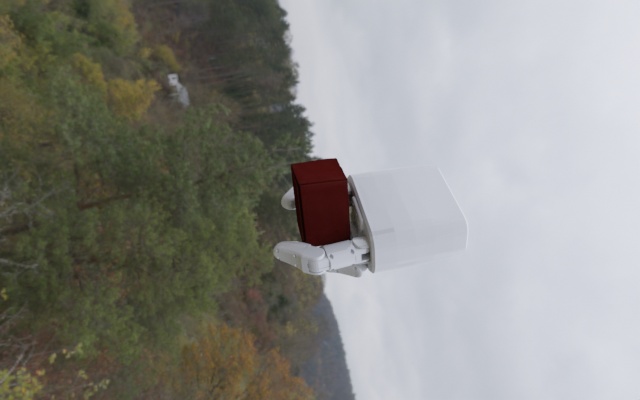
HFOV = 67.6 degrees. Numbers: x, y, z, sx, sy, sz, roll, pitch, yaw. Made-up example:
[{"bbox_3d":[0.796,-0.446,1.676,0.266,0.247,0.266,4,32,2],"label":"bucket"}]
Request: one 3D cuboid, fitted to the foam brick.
[{"bbox_3d":[0.000,0.001,0.504,0.051,0.078,0.053,-9,31,-6],"label":"foam brick"}]
